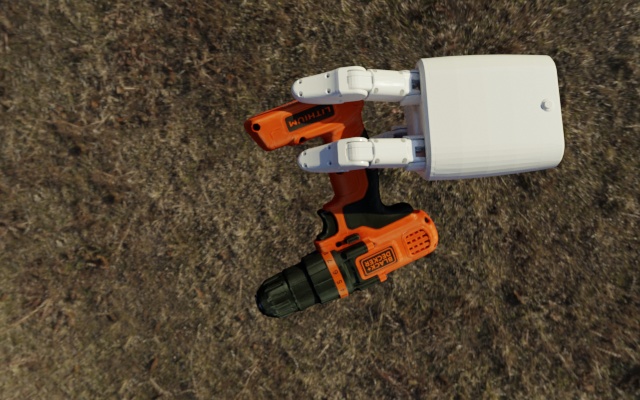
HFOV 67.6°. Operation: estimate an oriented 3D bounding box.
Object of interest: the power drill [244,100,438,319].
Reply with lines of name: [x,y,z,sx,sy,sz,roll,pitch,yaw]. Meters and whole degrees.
power drill: [0.000,0.001,0.439,0.184,0.188,0.057,-24,16,-7]
